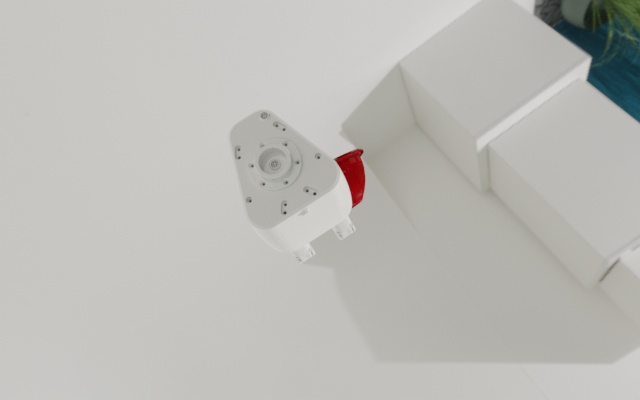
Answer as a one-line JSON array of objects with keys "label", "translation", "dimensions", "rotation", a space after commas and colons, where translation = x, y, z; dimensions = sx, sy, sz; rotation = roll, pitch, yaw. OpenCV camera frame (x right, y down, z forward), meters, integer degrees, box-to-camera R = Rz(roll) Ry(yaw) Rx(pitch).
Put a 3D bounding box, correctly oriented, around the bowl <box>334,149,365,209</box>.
[{"label": "bowl", "translation": [0.001, 0.002, 0.605], "dimensions": [0.162, 0.055, 0.162], "rotation": [-33, -5, -3]}]
